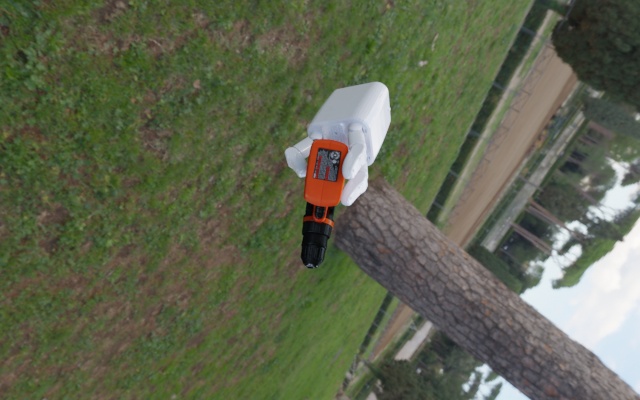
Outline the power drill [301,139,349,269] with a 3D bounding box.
[{"bbox_3d":[0.000,0.002,0.754,0.057,0.184,0.188,8,-20,-2],"label":"power drill"}]
